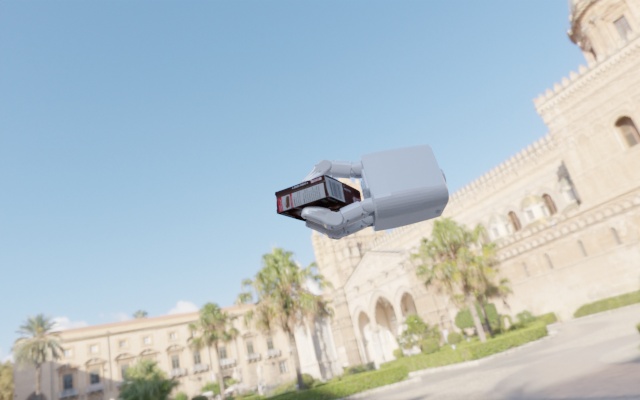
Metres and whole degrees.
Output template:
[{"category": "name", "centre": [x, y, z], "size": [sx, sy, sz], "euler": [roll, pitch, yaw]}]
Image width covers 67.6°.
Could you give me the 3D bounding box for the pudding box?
[{"category": "pudding box", "centre": [0.000, 0.002, 0.715], "size": [0.090, 0.039, 0.113], "euler": [-19, -23, 27]}]
